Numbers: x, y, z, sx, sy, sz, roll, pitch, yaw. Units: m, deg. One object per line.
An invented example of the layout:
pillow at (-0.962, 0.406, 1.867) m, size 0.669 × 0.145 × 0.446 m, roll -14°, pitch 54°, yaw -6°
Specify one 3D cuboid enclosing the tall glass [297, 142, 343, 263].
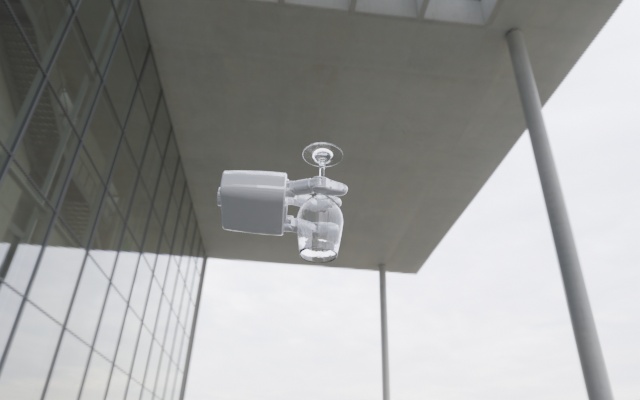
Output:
tall glass at (0.000, 0.002, 0.818) m, size 0.079 × 0.201 × 0.079 m, roll 2°, pitch -30°, yaw 1°
